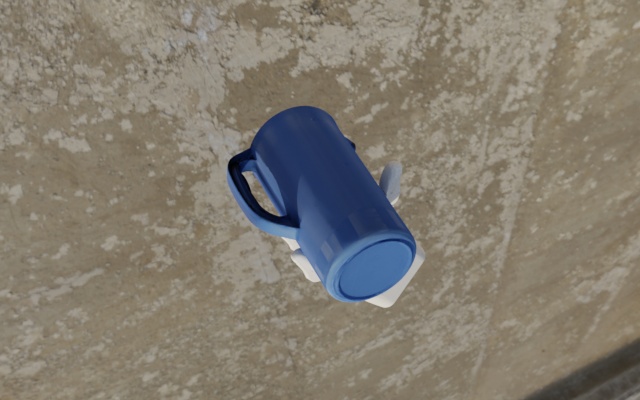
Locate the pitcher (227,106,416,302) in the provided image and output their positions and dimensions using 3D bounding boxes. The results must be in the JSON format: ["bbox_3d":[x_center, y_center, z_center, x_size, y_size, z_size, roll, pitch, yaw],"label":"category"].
[{"bbox_3d":[0.000,0.002,0.574,0.145,0.149,0.242,40,13,-45],"label":"pitcher"}]
